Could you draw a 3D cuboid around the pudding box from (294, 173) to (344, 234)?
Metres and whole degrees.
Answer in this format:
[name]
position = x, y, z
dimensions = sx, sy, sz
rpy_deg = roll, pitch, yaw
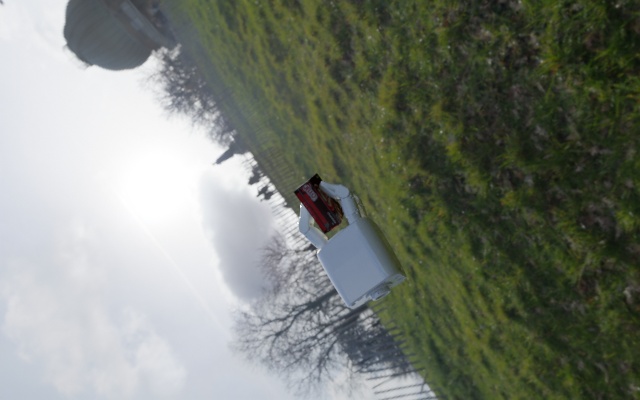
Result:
[pudding box]
position = 0.000, 0.003, 0.832
dimensions = 0.039, 0.090, 0.113
rpy_deg = -35, 5, 9
